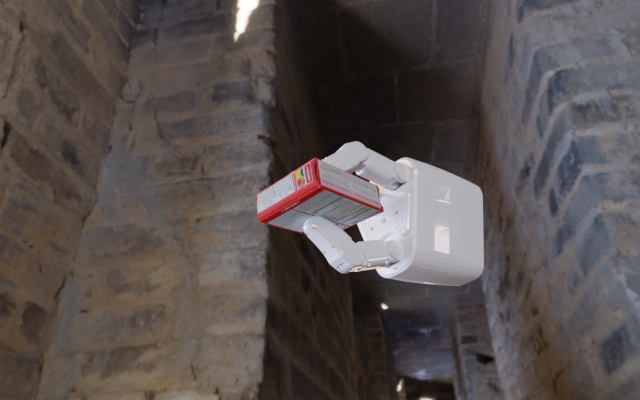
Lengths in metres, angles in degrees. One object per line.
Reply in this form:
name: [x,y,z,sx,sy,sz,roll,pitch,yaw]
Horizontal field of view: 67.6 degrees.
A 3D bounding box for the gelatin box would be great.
gelatin box: [0.000,0.002,0.419,0.073,0.030,0.089,-29,-31,34]
